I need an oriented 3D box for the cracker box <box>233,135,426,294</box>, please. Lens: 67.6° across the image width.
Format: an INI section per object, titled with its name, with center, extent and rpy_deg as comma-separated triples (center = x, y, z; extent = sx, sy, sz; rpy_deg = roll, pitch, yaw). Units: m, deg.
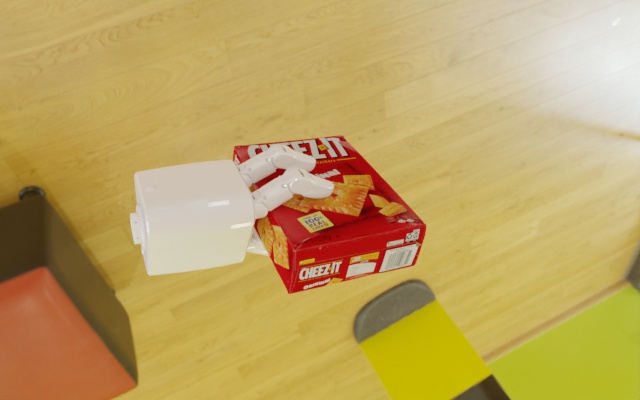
[cracker box]
center = 0.000, 0.002, 0.581
extent = 0.164, 0.072, 0.213
rpy_deg = -8, 39, -24
